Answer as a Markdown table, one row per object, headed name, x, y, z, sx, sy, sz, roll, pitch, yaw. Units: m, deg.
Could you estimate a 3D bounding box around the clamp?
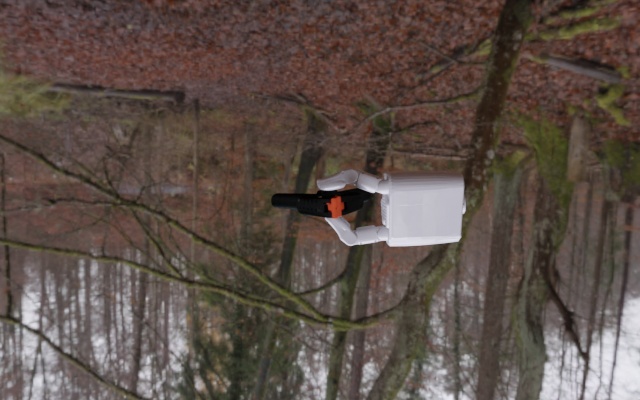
| name | x | y | z | sx | sy | sz | roll | pitch | yaw |
| --- | --- | --- | --- | --- | --- | --- | --- | --- | --- |
| clamp | 0.000 | 0.003 | 0.707 | 0.164 | 0.036 | 0.210 | -5 | 5 | 1 |
